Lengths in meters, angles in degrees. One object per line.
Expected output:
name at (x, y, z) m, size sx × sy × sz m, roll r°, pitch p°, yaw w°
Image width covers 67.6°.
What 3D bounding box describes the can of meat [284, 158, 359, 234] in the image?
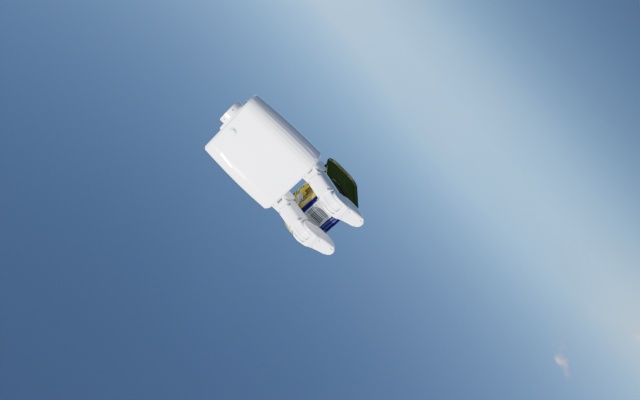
can of meat at (0.000, 0.002, 0.634) m, size 0.084 × 0.057 × 0.102 m, roll -41°, pitch 17°, yaw 19°
